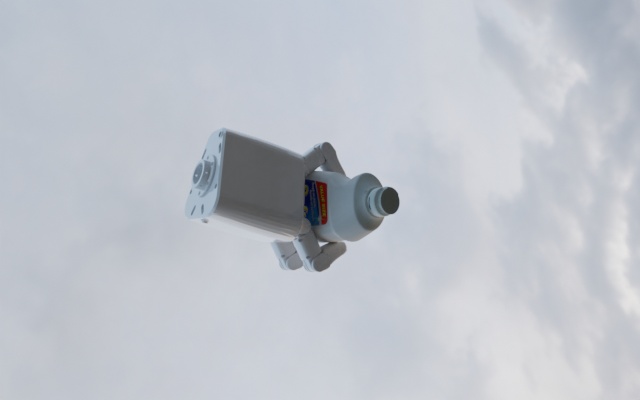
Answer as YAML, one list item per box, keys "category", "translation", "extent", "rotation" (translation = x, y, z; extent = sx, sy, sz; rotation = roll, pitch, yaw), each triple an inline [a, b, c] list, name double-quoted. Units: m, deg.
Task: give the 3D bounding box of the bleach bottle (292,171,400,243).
- category: "bleach bottle"
  translation: [0.000, 0.002, 0.595]
  extent: [0.068, 0.102, 0.251]
  rotation: [18, -15, -33]
